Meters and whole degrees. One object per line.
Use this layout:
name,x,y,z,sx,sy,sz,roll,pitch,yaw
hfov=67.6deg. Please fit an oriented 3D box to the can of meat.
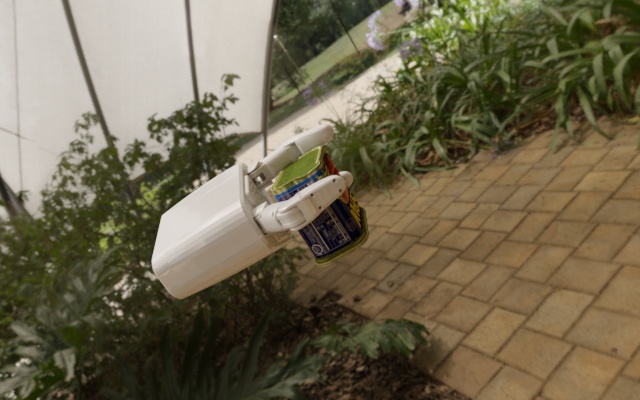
can of meat,0.000,0.001,0.461,0.057,0.084,0.102,-30,15,12
